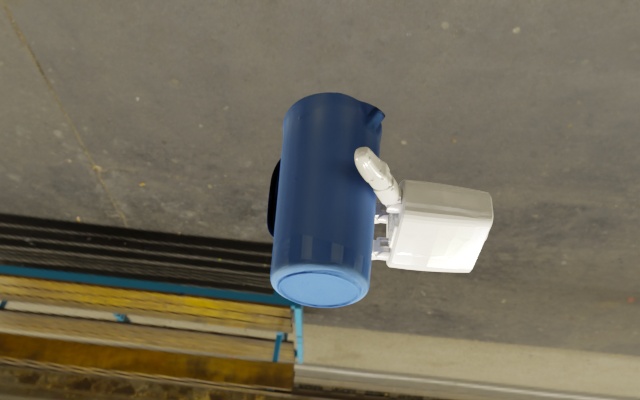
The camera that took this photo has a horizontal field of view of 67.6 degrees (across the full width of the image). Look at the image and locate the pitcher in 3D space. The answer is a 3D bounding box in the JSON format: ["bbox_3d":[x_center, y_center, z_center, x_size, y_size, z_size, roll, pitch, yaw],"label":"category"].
[{"bbox_3d":[0.000,0.002,0.584,0.145,0.242,0.149,6,-35,0],"label":"pitcher"}]
